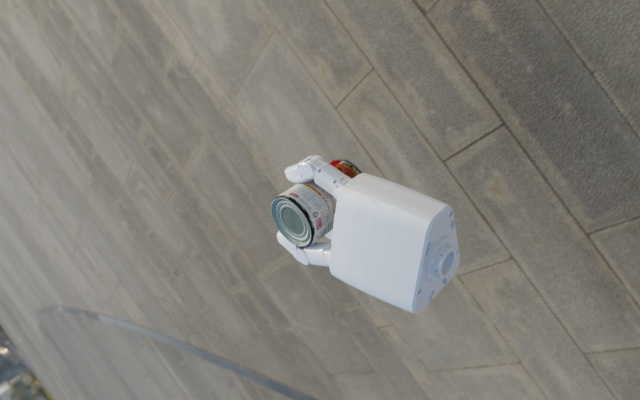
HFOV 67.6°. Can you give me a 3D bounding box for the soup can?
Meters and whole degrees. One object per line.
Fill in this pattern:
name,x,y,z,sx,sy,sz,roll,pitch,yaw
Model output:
soup can,0.000,0.002,0.566,0.102,0.068,0.068,-35,22,-36
